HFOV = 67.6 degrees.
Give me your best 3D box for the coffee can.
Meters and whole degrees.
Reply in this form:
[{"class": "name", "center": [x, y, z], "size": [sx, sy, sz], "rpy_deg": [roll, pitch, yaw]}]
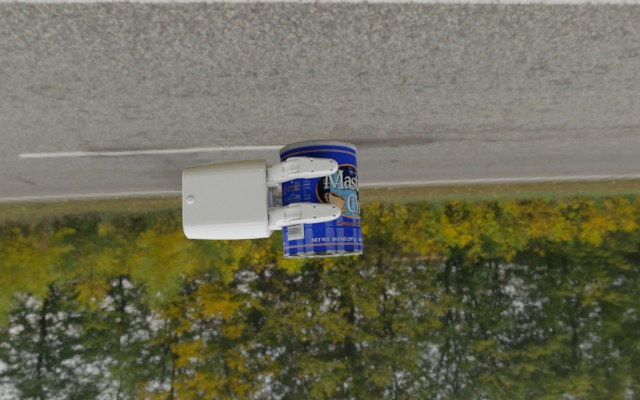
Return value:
[{"class": "coffee can", "center": [0.000, 0.002, 0.623], "size": [0.103, 0.140, 0.103], "rpy_deg": [-3, -9, 0]}]
